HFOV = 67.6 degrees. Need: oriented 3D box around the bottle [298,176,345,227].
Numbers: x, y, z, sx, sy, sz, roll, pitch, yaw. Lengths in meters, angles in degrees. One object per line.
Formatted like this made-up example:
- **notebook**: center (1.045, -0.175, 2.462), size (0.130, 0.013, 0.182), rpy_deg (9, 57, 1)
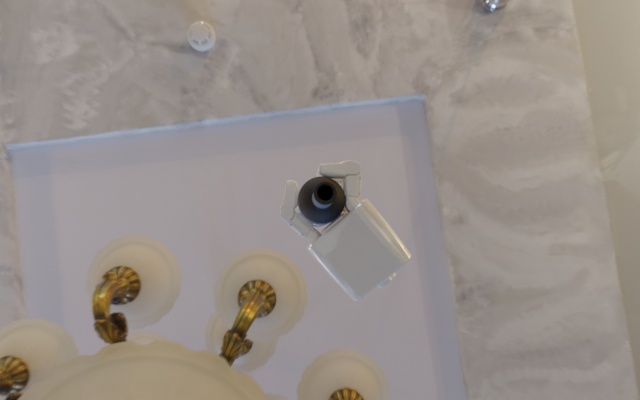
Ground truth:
- **bottle**: center (0.000, 0.002, 0.701), size (0.069, 0.069, 0.296), rpy_deg (0, -4, -2)
